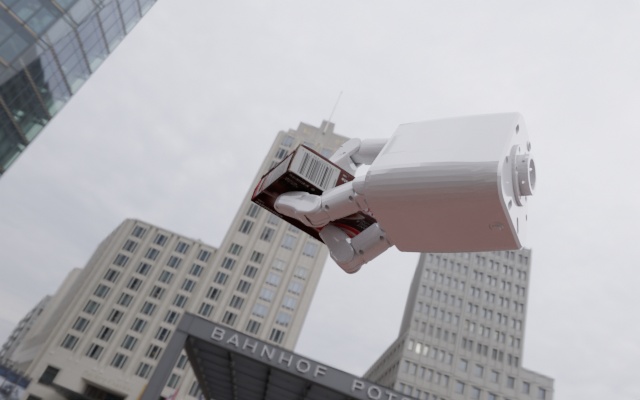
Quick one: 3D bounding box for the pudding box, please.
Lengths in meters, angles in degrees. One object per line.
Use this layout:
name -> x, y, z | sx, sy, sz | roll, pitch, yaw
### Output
pudding box -> 0.000, 0.001, 0.473 | 0.113, 0.039, 0.090 | 34, -33, -17
